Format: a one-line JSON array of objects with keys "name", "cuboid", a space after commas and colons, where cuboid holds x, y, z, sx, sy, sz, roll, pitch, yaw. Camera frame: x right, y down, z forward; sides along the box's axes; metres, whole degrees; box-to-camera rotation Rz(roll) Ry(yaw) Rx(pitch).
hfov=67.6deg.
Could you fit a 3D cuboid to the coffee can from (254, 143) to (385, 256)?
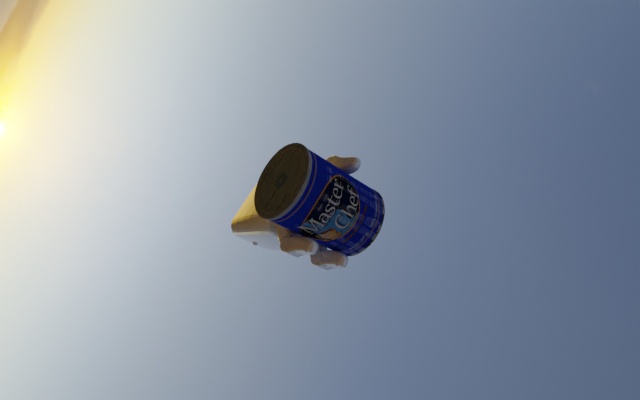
[{"name": "coffee can", "cuboid": [0.000, 0.002, 0.623, 0.140, 0.102, 0.103, 29, -18, -35]}]
